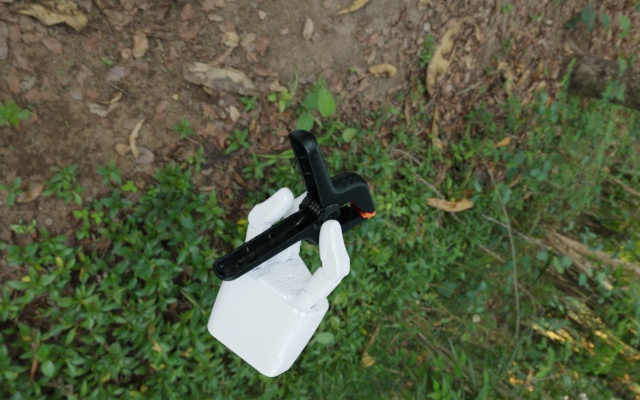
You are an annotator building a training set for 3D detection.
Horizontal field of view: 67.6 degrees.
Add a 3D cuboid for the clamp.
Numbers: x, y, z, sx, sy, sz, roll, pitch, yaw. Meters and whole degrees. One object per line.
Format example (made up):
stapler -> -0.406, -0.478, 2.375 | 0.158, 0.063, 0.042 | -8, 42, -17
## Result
clamp -> 0.001, 0.002, 0.495 | 0.036, 0.165, 0.210 | 44, 30, 27
